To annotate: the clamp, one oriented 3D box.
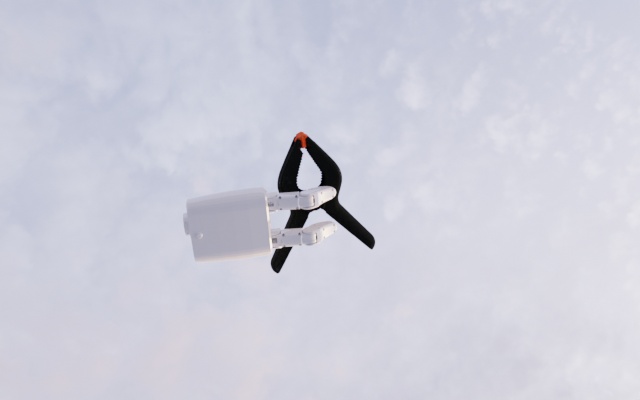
[{"bbox_3d":[0.000,0.002,0.705,0.164,0.210,0.036,-7,21,-11],"label":"clamp"}]
